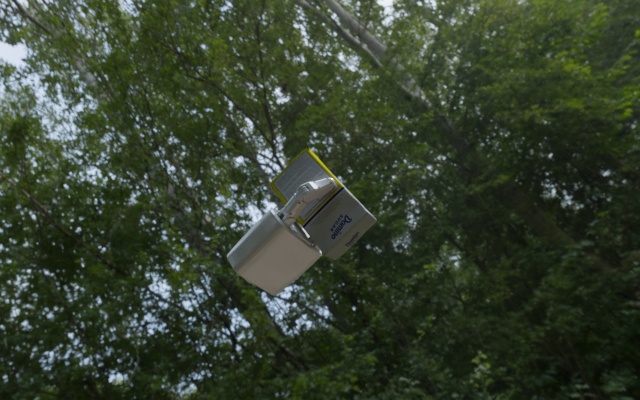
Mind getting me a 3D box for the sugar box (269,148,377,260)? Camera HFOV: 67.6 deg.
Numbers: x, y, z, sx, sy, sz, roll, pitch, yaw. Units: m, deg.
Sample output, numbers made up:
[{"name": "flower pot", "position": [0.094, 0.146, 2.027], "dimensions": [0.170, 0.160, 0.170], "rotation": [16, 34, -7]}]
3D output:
[{"name": "sugar box", "position": [0.000, 0.003, 0.764], "dimensions": [0.176, 0.093, 0.048], "rotation": [49, 7, 33]}]
